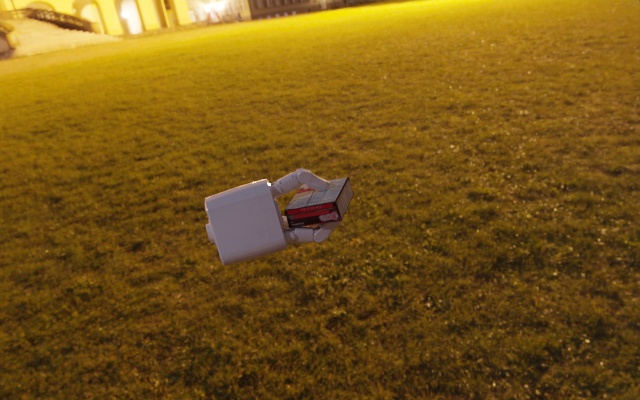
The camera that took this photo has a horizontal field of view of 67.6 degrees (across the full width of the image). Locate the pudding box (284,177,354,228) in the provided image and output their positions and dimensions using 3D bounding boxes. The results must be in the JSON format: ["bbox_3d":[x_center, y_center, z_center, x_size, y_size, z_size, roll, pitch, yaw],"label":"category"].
[{"bbox_3d":[0.000,0.002,0.790,0.090,0.039,0.113,-8,22,19],"label":"pudding box"}]
